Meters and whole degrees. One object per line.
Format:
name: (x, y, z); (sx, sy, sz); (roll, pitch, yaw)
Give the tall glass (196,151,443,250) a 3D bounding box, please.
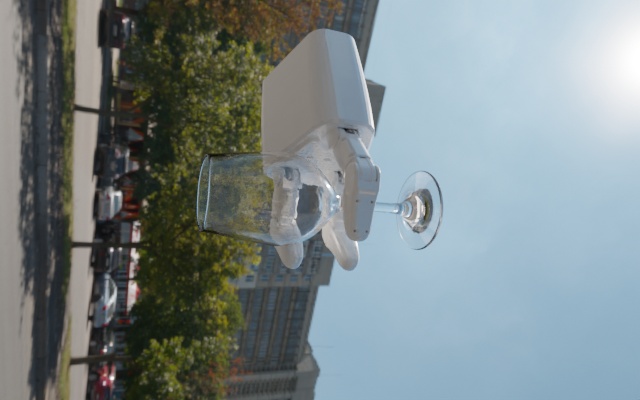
tall glass: (0.001, 0.002, 0.409); (0.201, 0.079, 0.079); (4, -2, -22)
